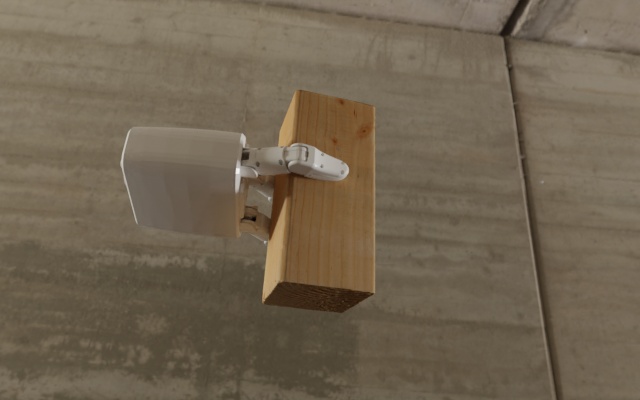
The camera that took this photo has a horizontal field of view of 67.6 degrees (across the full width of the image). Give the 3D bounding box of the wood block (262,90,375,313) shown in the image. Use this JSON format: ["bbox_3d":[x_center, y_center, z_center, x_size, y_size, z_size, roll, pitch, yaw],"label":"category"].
[{"bbox_3d":[0.000,0.001,0.496,0.090,0.206,0.091,10,-26,-14],"label":"wood block"}]
